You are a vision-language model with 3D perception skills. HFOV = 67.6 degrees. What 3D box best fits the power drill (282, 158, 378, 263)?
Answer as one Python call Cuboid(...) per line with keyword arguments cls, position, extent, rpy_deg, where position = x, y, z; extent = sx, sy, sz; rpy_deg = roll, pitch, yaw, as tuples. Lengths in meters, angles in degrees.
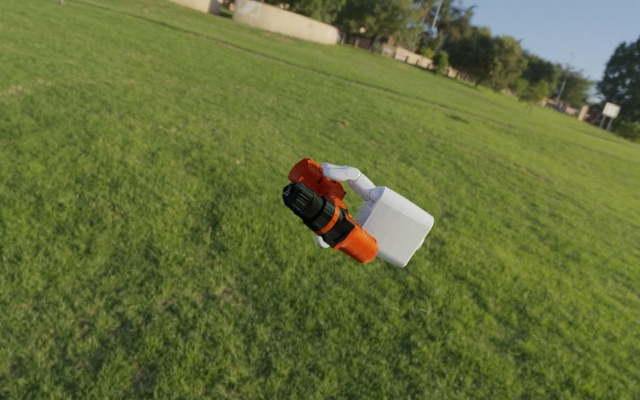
Cuboid(cls="power drill", position=(0.000, 0.002, 0.760), extent=(0.184, 0.057, 0.187), rpy_deg=(41, 14, -29))
